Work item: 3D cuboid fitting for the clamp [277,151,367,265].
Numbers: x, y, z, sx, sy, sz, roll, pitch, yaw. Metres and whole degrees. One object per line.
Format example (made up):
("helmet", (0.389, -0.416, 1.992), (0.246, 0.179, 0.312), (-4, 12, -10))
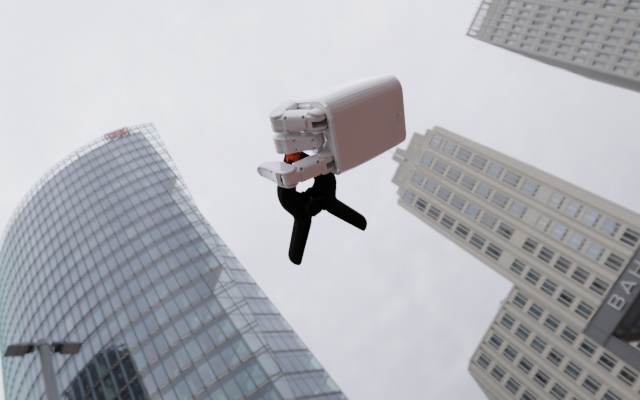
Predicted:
("clamp", (0.000, 0.002, 0.632), (0.120, 0.172, 0.039), (-24, 39, -17))
